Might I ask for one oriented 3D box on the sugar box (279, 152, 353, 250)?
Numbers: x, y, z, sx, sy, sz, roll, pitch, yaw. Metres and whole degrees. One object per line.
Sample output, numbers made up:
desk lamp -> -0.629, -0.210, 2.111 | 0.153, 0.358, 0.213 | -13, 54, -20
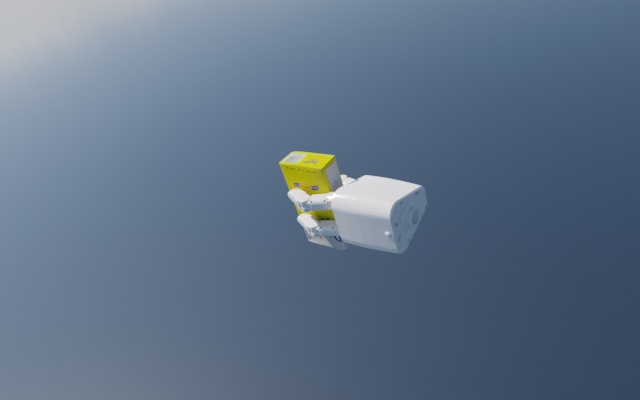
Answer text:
sugar box -> 0.000, 0.003, 0.816 | 0.093, 0.176, 0.048 | 11, 41, 37
